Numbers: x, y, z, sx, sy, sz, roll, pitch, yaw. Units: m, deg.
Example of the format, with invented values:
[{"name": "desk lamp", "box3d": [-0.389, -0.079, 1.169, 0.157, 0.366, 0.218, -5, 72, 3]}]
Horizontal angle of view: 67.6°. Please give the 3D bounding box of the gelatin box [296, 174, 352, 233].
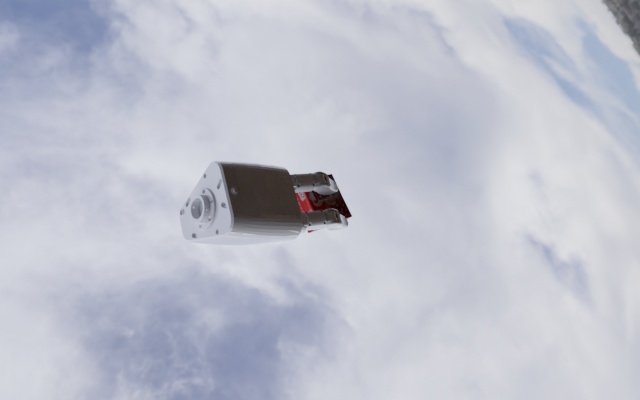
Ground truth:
[{"name": "gelatin box", "box3d": [0.000, 0.002, 0.689, 0.030, 0.073, 0.089, -31, -11, 33]}]
